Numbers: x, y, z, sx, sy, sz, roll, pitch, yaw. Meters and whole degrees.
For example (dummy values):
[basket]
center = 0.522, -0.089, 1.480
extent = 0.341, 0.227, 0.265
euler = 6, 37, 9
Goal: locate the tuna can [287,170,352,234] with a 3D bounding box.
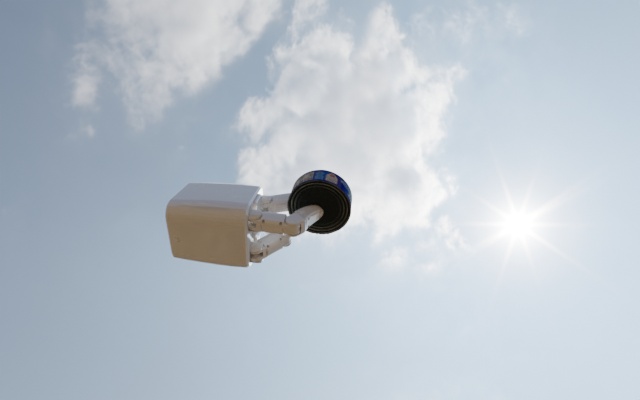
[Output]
[tuna can]
center = 0.000, 0.002, 0.647
extent = 0.086, 0.086, 0.033
euler = 0, 33, 9
